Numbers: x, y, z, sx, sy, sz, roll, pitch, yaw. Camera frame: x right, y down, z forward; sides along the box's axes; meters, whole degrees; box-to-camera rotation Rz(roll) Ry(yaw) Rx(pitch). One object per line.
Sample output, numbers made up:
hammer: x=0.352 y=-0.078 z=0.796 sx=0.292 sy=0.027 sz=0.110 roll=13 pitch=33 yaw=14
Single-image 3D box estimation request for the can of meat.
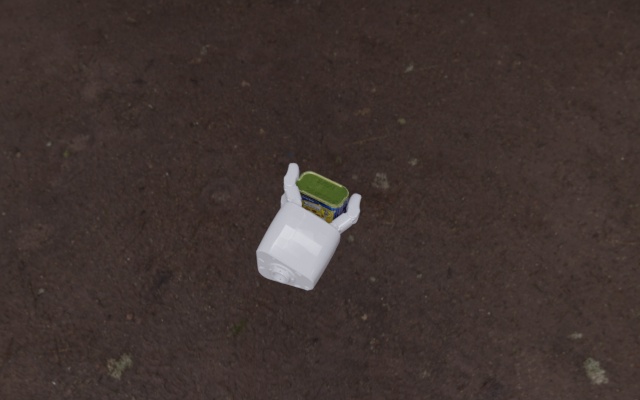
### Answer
can of meat: x=0.000 y=0.003 z=0.880 sx=0.102 sy=0.057 sz=0.084 roll=25 pitch=-34 yaw=14
